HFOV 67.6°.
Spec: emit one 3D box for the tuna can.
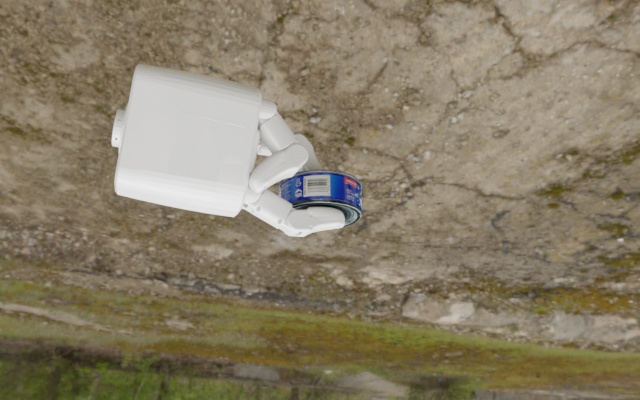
[{"bbox_3d":[0.000,0.002,0.486,0.086,0.033,0.086,-1,-22,0],"label":"tuna can"}]
